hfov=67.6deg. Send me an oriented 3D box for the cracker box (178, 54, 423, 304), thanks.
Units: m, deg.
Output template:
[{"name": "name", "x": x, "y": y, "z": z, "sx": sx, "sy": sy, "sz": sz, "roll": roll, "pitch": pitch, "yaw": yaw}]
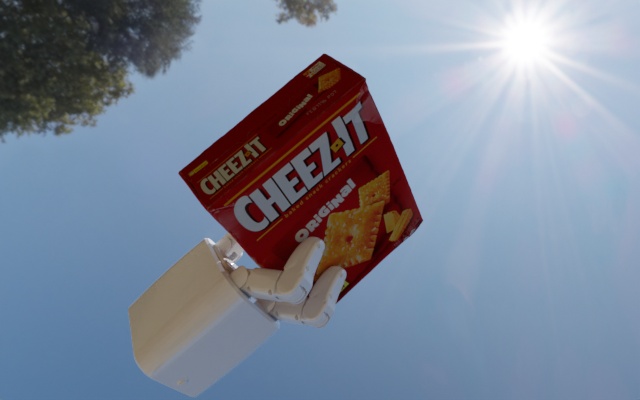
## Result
[{"name": "cracker box", "x": 0.000, "y": 0.002, "z": 0.457, "sx": 0.072, "sy": 0.164, "sz": 0.214, "roll": 42, "pitch": -10, "yaw": 42}]
